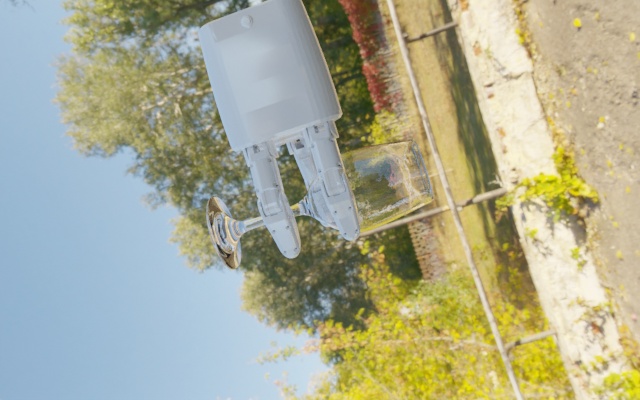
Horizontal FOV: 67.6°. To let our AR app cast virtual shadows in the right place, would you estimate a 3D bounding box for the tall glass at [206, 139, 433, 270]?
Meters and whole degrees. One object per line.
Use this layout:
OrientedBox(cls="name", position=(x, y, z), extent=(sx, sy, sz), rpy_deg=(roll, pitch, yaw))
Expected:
OrientedBox(cls="tall glass", position=(-0.001, 0.002, 0.452), extent=(0.201, 0.079, 0.079), rpy_deg=(-17, -2, 7))
